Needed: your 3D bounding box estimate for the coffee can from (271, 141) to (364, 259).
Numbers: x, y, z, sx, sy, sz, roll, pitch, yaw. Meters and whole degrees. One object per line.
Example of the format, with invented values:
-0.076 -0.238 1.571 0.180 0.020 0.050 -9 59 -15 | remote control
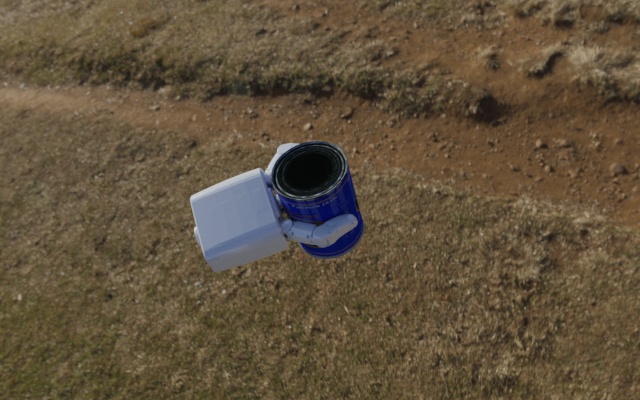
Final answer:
0.000 0.002 0.665 0.103 0.102 0.140 0 -38 16 | coffee can
